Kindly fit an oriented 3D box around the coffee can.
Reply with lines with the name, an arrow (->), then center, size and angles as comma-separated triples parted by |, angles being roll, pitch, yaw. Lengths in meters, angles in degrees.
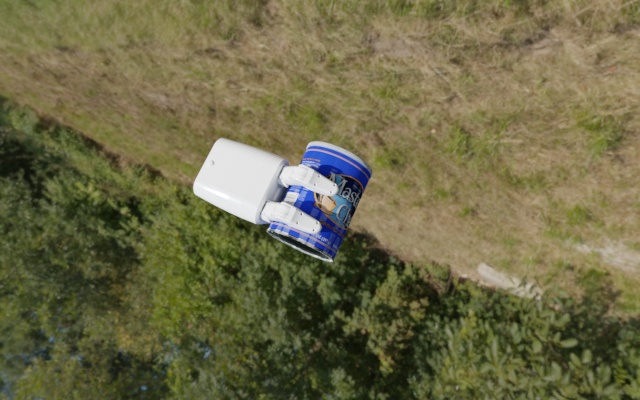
coffee can -> 0.000, 0.002, 0.677 | 0.103, 0.140, 0.103 | 24, -12, 6
